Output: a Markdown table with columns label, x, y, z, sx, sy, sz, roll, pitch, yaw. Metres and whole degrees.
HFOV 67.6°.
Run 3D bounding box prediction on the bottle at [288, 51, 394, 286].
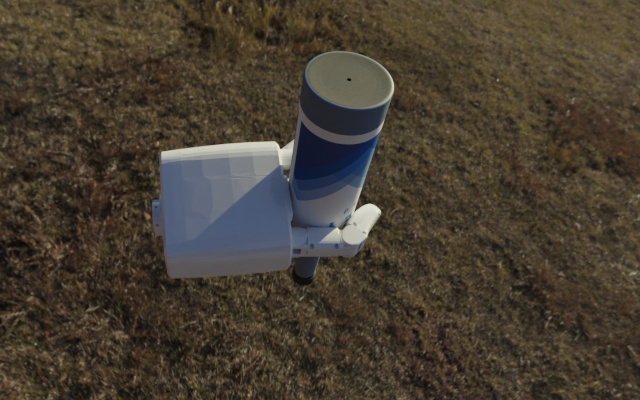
| label | x | y | z | sx | sy | sz | roll | pitch | yaw |
| --- | --- | --- | --- | --- | --- | --- | --- | --- | --- |
| bottle | 0.000 | 0.001 | 0.459 | 0.069 | 0.069 | 0.296 | 0 | -37 | -10 |
